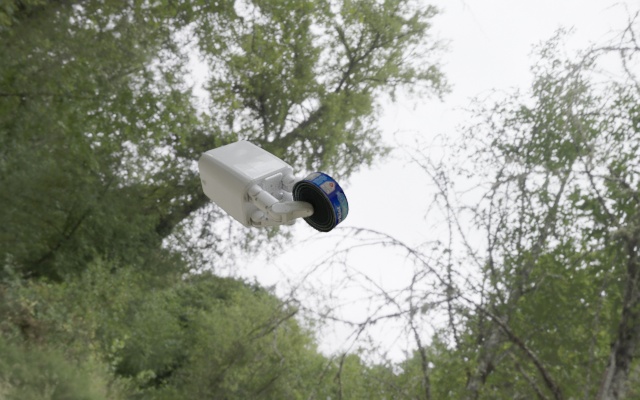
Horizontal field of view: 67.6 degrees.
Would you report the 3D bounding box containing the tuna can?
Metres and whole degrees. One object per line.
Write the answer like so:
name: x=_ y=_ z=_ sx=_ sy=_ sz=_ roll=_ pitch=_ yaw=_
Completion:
tuna can: x=0.001 y=0.002 z=0.691 sx=0.033 sy=0.086 sz=0.086 roll=-35 pitch=21 yaw=-33
